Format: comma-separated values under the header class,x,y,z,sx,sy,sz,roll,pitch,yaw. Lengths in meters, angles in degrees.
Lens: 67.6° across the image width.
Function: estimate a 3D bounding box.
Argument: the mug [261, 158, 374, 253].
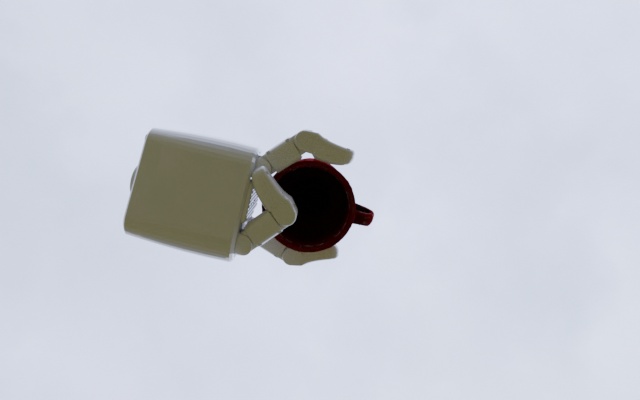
class,x,y,z,sx,sy,sz,roll,pitch,yaw
mug,0.002,0.002,0.509,0.117,0.093,0.081,13,11,-3
